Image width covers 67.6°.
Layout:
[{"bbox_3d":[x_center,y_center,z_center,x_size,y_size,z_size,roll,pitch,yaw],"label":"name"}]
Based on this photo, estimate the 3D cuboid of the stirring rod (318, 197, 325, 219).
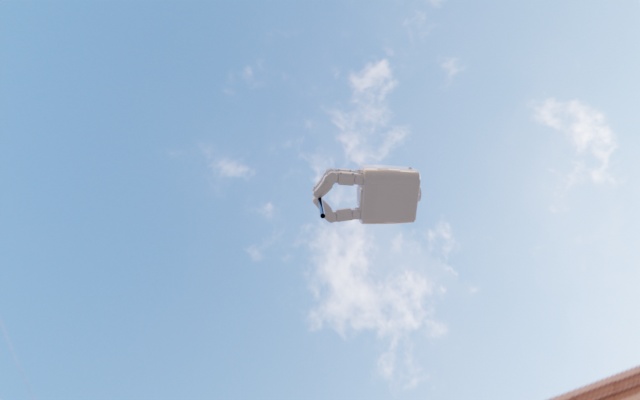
[{"bbox_3d":[0.000,0.003,0.852,0.011,0.011,0.239,0,10,-2],"label":"stirring rod"}]
